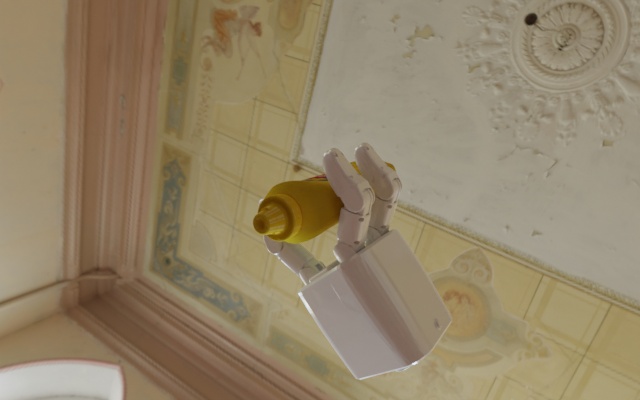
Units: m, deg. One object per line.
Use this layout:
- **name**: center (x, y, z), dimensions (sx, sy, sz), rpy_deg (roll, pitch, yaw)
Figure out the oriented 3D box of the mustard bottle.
- **mustard bottle**: center (0.000, 0.001, 0.474), dimensions (0.096, 0.058, 0.191), rpy_deg (-10, 7, 33)
